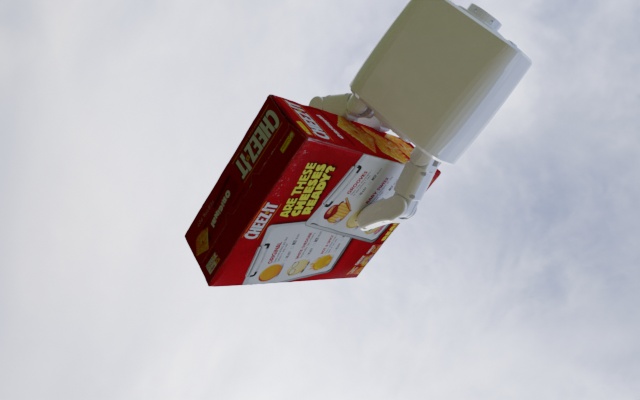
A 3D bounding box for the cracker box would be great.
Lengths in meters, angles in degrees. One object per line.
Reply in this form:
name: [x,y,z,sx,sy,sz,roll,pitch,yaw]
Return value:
cracker box: [0.000,0.002,0.472,0.214,0.164,0.072,7,36,-48]
